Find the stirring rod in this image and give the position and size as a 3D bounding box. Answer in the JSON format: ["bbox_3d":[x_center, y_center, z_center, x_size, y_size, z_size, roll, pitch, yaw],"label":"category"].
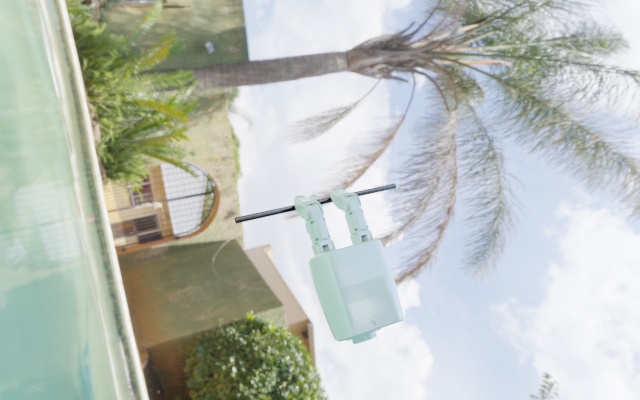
[{"bbox_3d":[0.000,0.002,0.658,0.239,0.011,0.011,-12,4,-22],"label":"stirring rod"}]
